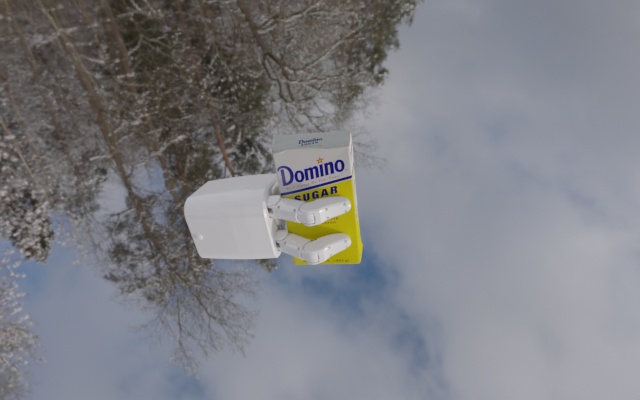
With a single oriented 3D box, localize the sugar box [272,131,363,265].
[{"bbox_3d":[0.000,0.002,0.604,0.093,0.176,0.048,-3,36,9],"label":"sugar box"}]
